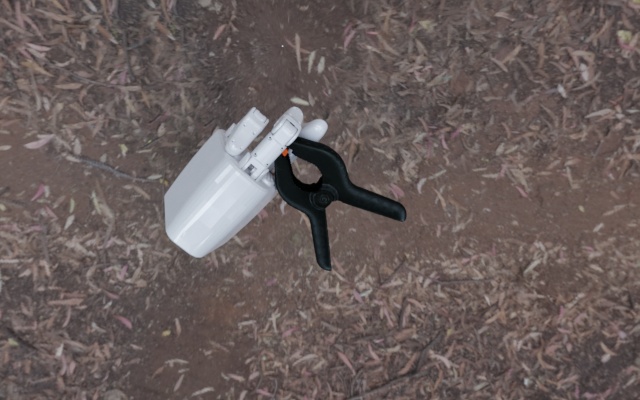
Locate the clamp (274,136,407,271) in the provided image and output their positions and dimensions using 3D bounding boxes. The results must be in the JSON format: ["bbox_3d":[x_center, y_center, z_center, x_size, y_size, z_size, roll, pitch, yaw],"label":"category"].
[{"bbox_3d":[0.000,0.002,0.533,0.171,0.120,0.039,41,10,-15],"label":"clamp"}]
